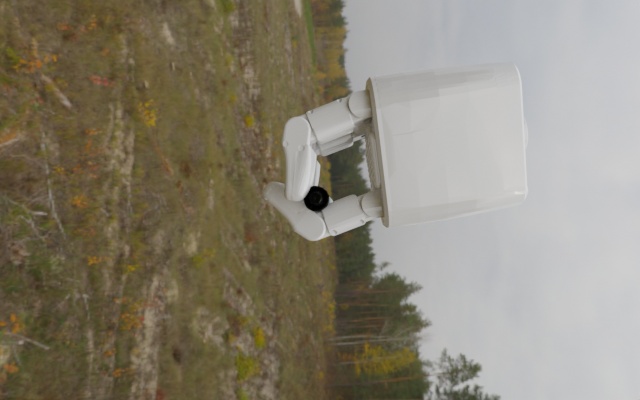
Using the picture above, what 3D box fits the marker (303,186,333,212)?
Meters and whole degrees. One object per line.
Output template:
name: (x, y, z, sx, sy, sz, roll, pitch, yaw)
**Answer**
marker: (0.000, 0.001, 0.400, 0.020, 0.020, 0.121, 0, -3, 3)
